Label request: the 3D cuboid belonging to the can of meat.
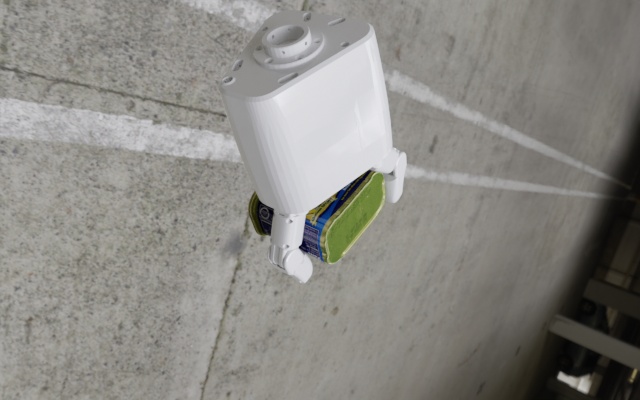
[{"bbox_3d":[0.000,0.002,0.438,0.084,0.057,0.102,22,54,31],"label":"can of meat"}]
